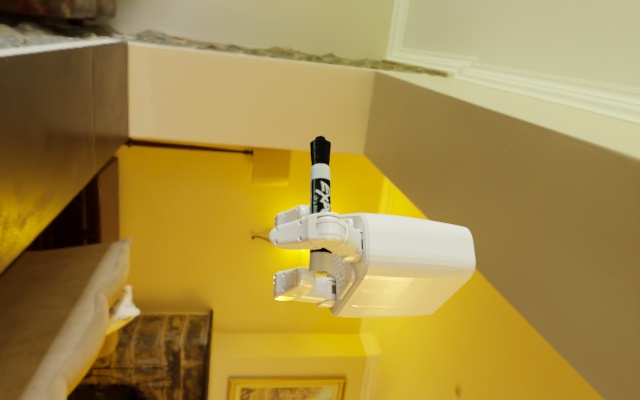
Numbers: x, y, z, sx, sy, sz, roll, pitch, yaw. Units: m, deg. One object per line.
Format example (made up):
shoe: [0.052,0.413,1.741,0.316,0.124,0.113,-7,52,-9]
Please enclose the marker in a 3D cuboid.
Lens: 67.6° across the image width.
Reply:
marker: [0.000,0.001,0.403,0.020,0.121,0.020,0,-20,0]
